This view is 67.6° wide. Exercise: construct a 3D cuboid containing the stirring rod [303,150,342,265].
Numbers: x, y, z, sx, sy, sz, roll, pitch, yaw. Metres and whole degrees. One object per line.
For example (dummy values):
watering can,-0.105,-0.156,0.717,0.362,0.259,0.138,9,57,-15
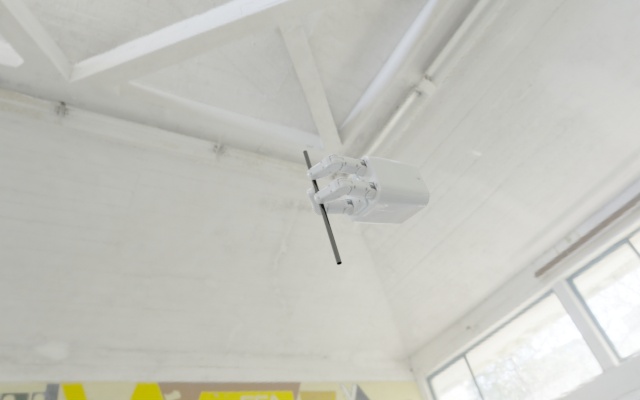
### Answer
stirring rod,0.000,0.003,0.766,0.011,0.239,0.011,-10,-40,-9
